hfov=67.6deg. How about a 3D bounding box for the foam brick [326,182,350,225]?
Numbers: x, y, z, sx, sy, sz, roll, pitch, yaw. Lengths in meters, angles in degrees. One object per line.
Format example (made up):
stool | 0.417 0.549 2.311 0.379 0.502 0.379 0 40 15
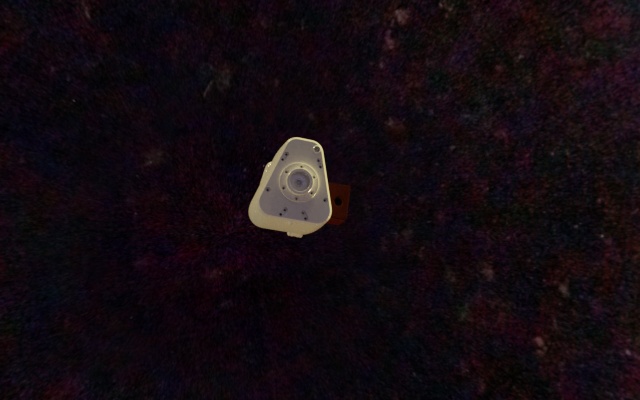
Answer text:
foam brick | 0.000 0.002 0.713 0.078 0.053 0.051 10 -14 -10
